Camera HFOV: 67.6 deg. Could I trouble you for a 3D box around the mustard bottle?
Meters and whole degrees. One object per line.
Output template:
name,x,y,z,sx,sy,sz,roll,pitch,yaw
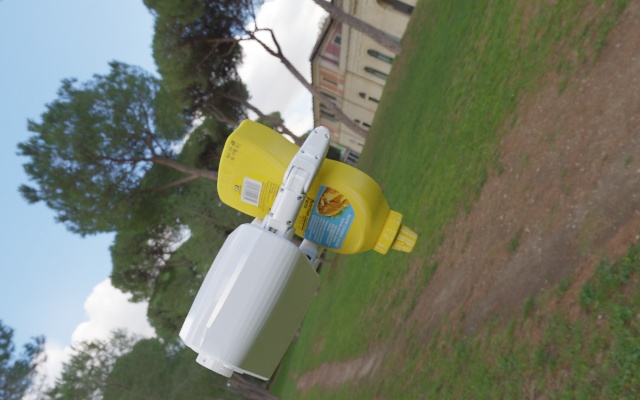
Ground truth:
mustard bottle,0.000,0.001,0.450,0.191,0.096,0.058,25,46,5
